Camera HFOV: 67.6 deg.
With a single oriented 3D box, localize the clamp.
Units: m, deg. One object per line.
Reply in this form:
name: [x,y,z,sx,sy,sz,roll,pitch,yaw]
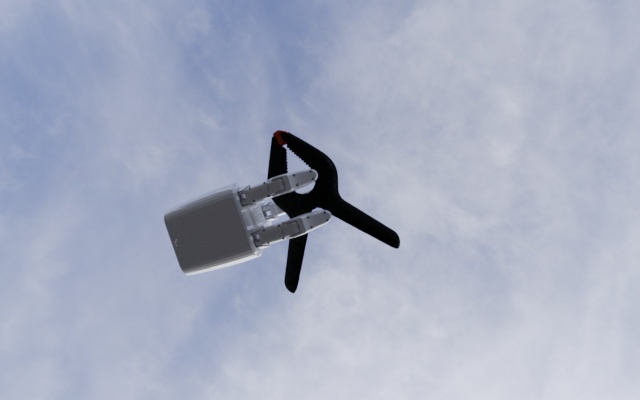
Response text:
clamp: [0.000,0.002,0.623,0.164,0.210,0.036,-18,3,11]
